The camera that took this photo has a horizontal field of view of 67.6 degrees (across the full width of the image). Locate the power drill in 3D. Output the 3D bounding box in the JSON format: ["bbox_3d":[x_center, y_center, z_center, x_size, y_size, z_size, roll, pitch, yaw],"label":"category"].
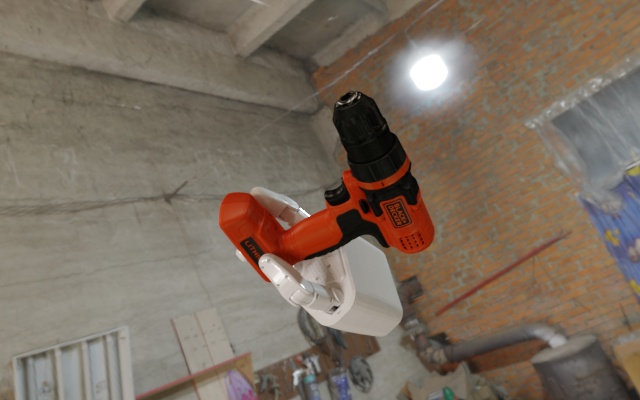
[{"bbox_3d":[0.000,0.002,0.461,0.187,0.184,0.057,-19,35,18],"label":"power drill"}]
